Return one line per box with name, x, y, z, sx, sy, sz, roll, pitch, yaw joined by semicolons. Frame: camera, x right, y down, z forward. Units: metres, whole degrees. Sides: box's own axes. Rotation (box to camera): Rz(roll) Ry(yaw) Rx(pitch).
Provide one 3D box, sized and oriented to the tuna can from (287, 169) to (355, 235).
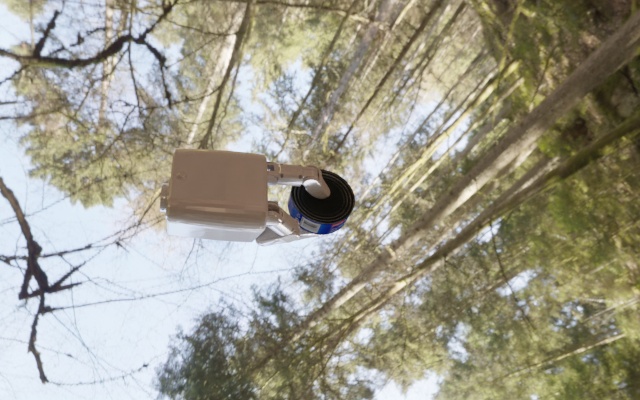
tuna can;0.000;0.002;0.633;0.086;0.086;0.034;0;-34;-16
